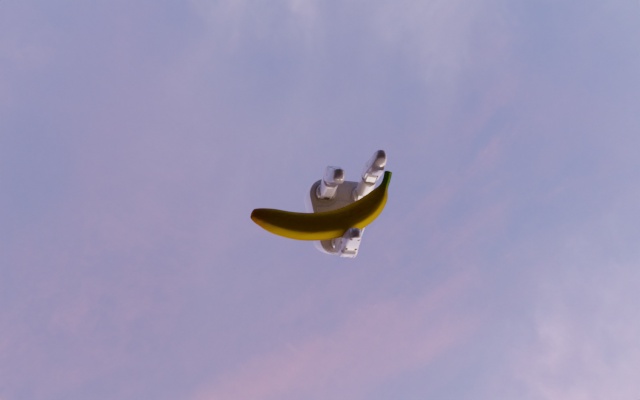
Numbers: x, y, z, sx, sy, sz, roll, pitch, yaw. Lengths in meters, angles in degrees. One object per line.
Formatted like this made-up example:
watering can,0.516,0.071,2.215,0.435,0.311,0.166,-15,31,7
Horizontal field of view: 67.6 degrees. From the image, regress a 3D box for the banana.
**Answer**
banana,0.009,0.019,0.640,0.198,0.069,0.037,-17,0,-9
